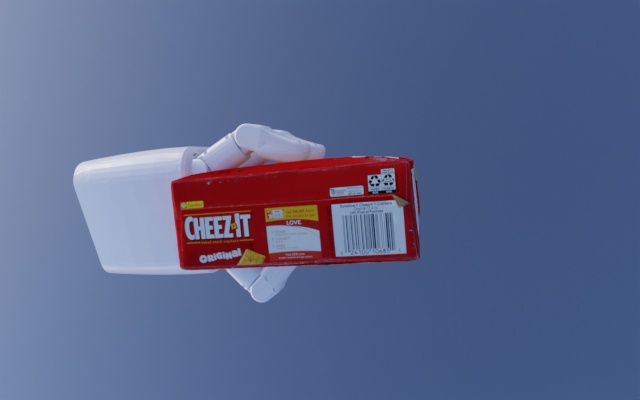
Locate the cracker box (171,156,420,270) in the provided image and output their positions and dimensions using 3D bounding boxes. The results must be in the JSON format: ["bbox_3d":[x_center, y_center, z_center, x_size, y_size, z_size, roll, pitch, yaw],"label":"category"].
[{"bbox_3d":[0.000,0.002,0.409,0.164,0.072,0.213,-4,4,12],"label":"cracker box"}]
